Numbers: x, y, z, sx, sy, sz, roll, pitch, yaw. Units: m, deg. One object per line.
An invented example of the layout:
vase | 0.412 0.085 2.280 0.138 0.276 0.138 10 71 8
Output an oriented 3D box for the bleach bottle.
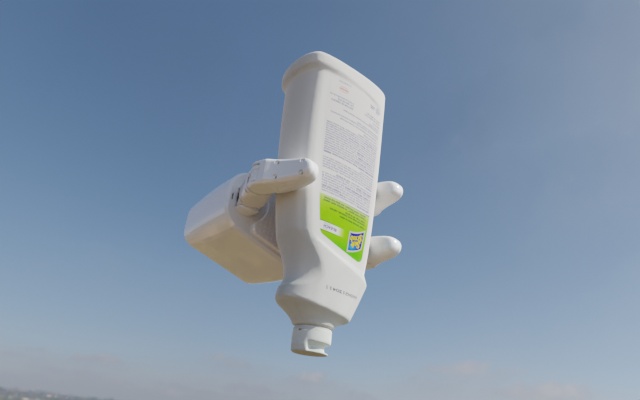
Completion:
bleach bottle | 0.000 0.001 0.412 0.102 0.250 0.068 23 -29 -31
